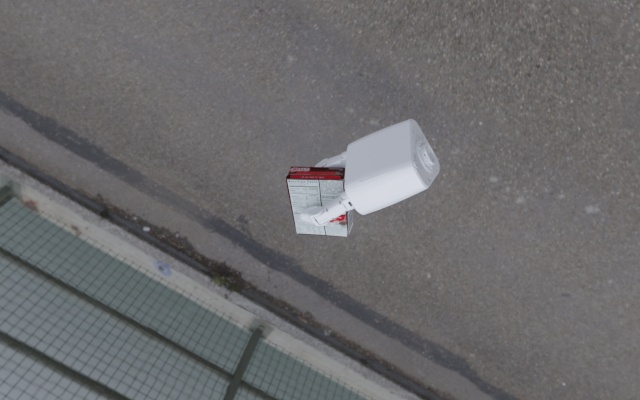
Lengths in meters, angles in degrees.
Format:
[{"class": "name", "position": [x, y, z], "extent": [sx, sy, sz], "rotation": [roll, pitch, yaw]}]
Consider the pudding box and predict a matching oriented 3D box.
[{"class": "pudding box", "position": [0.000, 0.003, 0.734], "extent": [0.090, 0.114, 0.039], "rotation": [3, 35, 14]}]
